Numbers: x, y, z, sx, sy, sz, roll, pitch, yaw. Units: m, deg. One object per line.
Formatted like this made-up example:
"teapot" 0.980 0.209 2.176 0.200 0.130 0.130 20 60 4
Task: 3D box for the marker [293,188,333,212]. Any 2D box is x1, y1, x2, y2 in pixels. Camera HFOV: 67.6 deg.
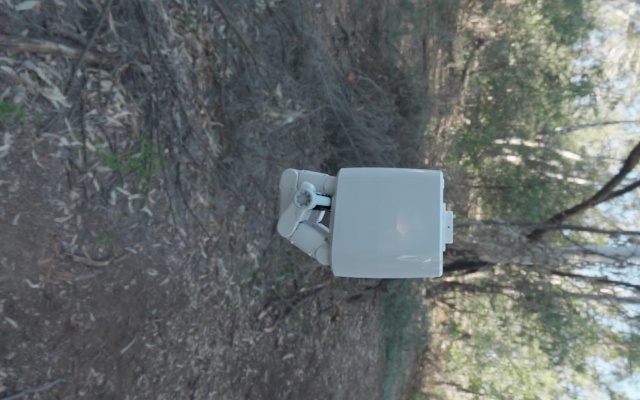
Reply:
"marker" 0.000 0.002 0.476 0.020 0.020 0.121 0 -3 15
